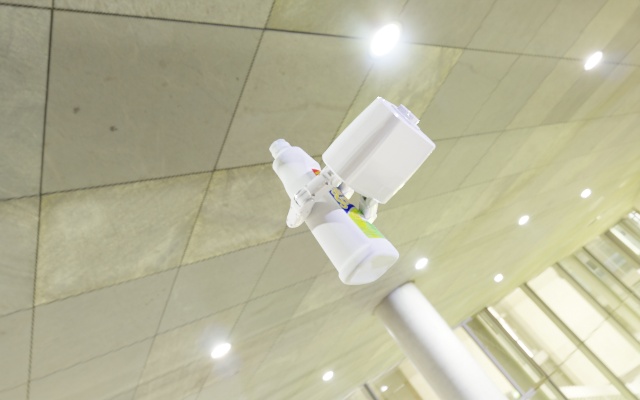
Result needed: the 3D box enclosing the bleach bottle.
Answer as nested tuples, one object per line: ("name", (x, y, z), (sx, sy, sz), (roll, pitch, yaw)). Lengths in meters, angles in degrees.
("bleach bottle", (0.000, 0.002, 0.674), (0.250, 0.068, 0.102), (51, 18, 26))
